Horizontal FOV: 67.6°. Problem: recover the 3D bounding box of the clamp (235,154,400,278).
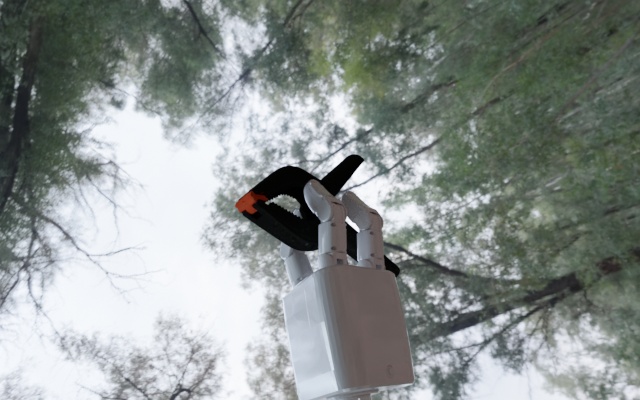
[{"bbox_3d":[-0.001,0.002,0.524,0.210,0.164,0.036,15,-36,-41],"label":"clamp"}]
